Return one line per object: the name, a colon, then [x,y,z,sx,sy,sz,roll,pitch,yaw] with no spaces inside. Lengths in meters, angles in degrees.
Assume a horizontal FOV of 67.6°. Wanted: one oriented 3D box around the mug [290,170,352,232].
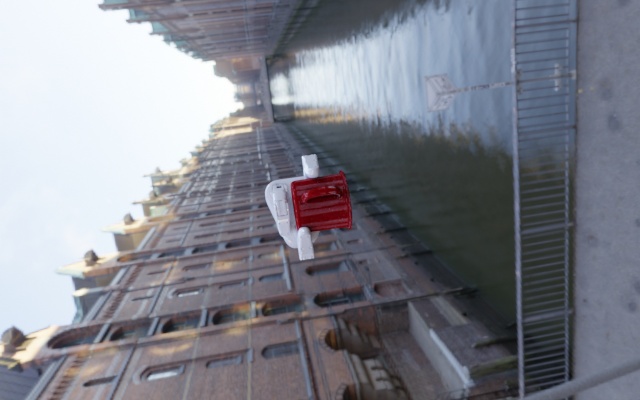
mug: [0.000,0.002,0.718,0.081,0.093,0.117,-8,-12,-5]
